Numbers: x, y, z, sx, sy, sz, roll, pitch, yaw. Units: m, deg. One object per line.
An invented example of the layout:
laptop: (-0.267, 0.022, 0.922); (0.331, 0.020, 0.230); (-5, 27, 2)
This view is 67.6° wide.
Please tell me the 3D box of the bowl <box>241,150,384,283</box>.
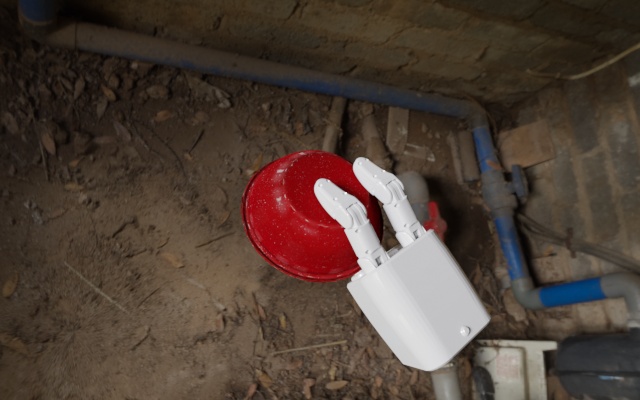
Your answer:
bowl: (-0.001, 0.001, 0.506); (0.162, 0.162, 0.055); (0, -32, -17)
